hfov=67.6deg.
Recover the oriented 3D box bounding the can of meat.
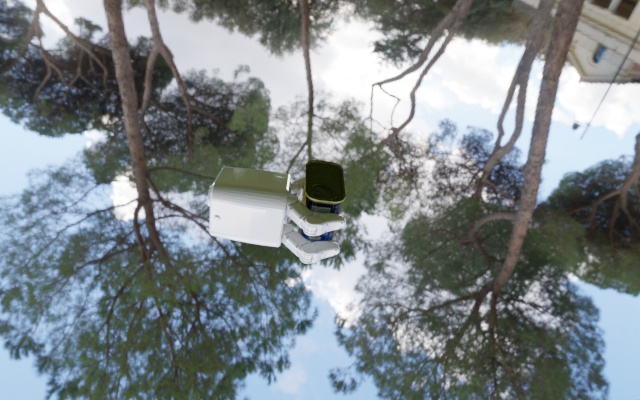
[{"bbox_3d":[0.000,0.003,0.717,0.057,0.084,0.102,6,37,-7],"label":"can of meat"}]
